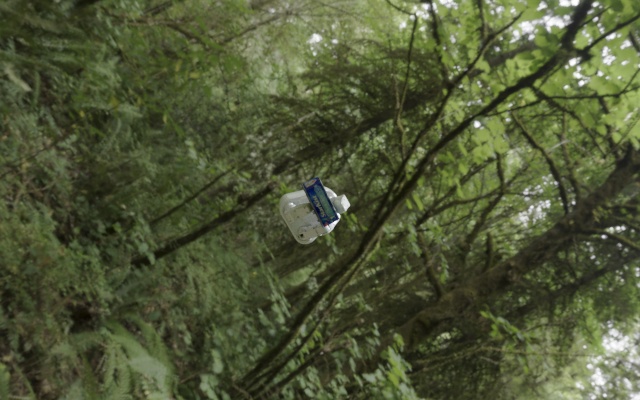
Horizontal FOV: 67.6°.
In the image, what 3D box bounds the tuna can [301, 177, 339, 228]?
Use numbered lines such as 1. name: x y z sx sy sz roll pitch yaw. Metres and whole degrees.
1. tuna can: 0.001 0.002 0.833 0.034 0.086 0.086 -27 0 0
